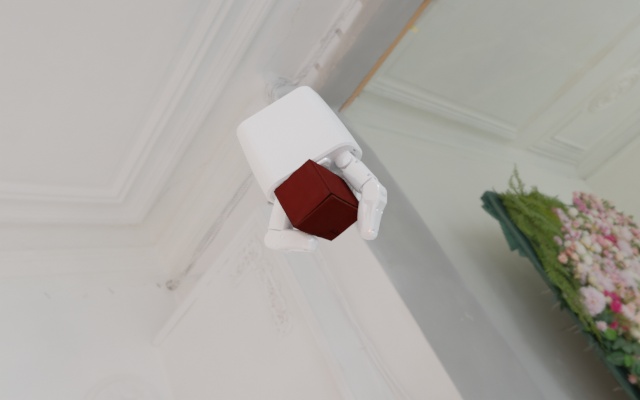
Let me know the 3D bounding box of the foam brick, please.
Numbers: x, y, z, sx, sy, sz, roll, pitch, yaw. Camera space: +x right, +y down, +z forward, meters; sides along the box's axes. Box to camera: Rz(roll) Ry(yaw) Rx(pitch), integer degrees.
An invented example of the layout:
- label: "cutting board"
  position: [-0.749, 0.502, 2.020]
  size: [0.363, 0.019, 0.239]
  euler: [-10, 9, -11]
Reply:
- label: "foam brick"
  position: [0.000, 0.002, 0.495]
  size: [0.053, 0.051, 0.078]
  euler: [-40, -31, 15]
